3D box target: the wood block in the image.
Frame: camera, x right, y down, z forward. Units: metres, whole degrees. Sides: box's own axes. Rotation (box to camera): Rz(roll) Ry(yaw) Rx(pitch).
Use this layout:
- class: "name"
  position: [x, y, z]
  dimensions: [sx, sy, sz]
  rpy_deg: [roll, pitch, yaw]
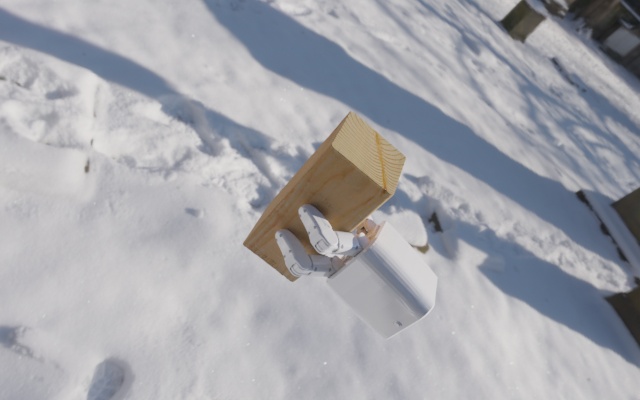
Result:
- class: "wood block"
  position: [0.001, 0.002, 0.600]
  dimensions: [0.206, 0.090, 0.090]
  rpy_deg: [-45, 10, 38]
